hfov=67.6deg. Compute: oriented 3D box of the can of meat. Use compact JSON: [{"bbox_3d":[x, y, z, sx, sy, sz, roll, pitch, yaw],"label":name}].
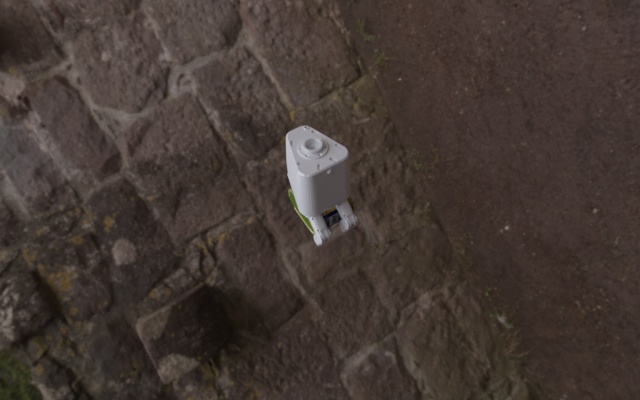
[{"bbox_3d":[0.000,0.003,0.884,0.084,0.102,0.057,-28,-29,-18],"label":"can of meat"}]
